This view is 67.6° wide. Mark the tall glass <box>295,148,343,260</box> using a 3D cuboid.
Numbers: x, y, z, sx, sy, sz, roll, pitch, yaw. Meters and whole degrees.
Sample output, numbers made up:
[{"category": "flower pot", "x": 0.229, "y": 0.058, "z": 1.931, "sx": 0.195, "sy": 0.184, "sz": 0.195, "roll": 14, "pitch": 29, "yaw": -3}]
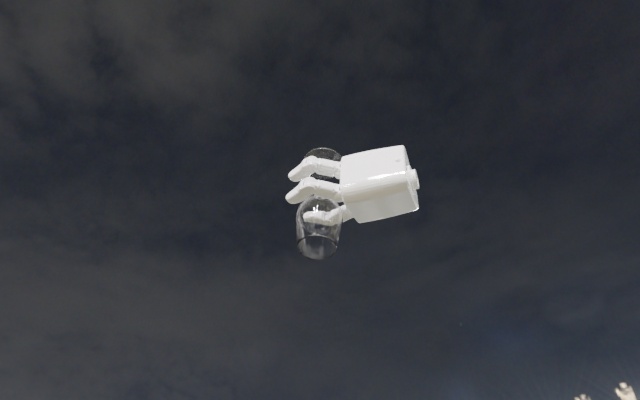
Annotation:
[{"category": "tall glass", "x": 0.000, "y": 0.002, "z": 0.809, "sx": 0.079, "sy": 0.200, "sz": 0.079, "roll": 3, "pitch": -44, "yaw": 2}]
